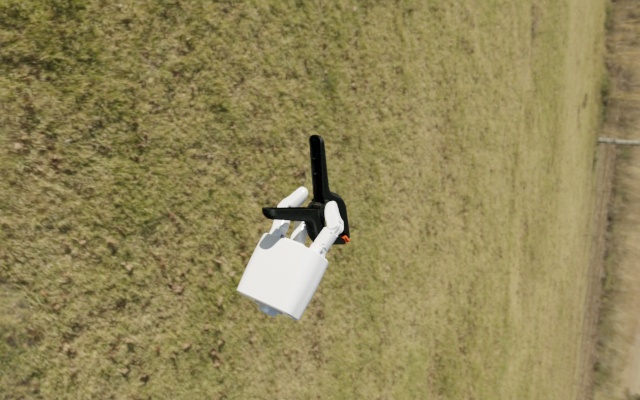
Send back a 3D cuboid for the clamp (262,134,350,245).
[{"bbox_3d":[0.001,0.003,0.813,0.036,0.164,0.210,13,-22,40],"label":"clamp"}]
